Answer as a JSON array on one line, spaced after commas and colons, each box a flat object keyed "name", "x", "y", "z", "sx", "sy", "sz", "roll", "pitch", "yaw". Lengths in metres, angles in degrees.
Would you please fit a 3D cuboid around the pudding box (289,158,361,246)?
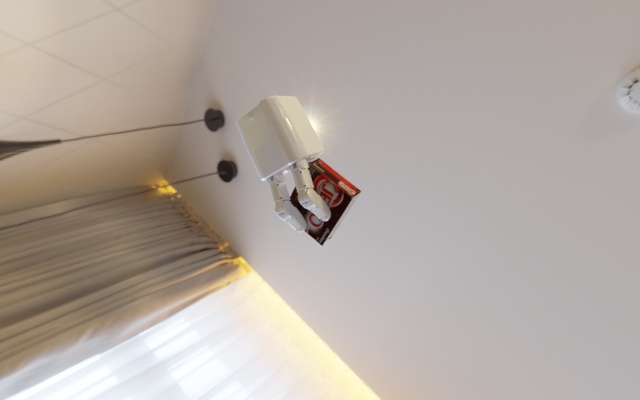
[{"name": "pudding box", "x": 0.000, "y": 0.002, "z": 0.763, "sx": 0.090, "sy": 0.113, "sz": 0.039, "roll": 39, "pitch": 37, "yaw": 14}]
